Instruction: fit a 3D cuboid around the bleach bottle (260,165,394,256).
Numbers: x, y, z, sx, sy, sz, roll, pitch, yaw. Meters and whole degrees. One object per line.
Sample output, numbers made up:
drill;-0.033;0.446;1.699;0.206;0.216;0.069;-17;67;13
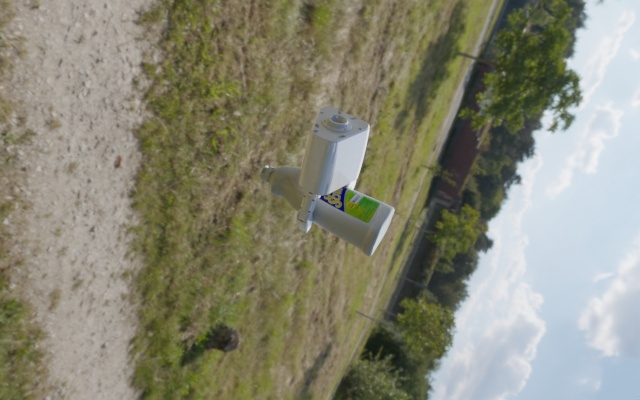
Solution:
bleach bottle;0.000;0.003;0.862;0.251;0.068;0.102;25;41;14
